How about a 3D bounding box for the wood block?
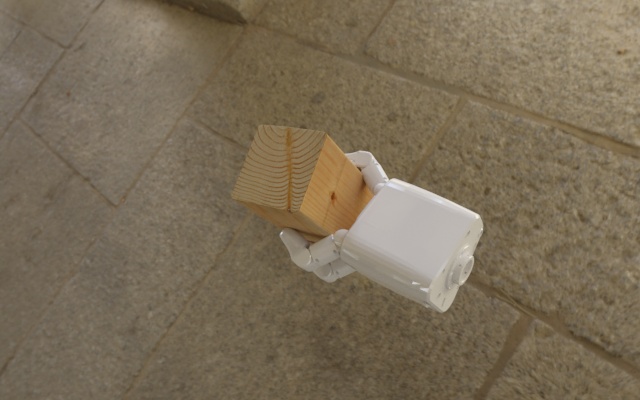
[{"bbox_3d":[0.000,0.002,0.571,0.090,0.090,0.206,11,-16,31],"label":"wood block"}]
